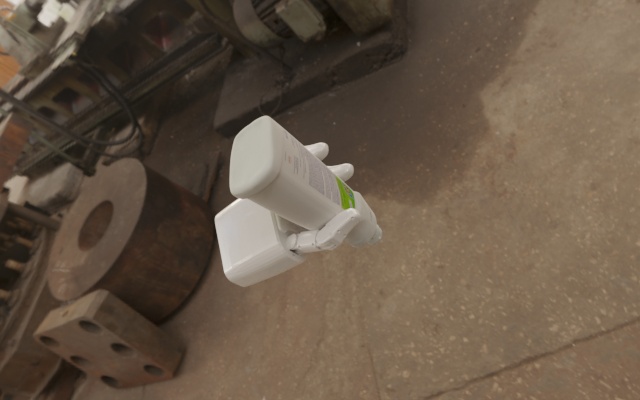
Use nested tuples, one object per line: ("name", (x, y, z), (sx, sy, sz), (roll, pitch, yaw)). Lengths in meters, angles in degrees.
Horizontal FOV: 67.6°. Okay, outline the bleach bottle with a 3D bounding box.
("bleach bottle", (0.000, 0.002, 0.601), (0.068, 0.102, 0.251), (-29, -44, 27))
